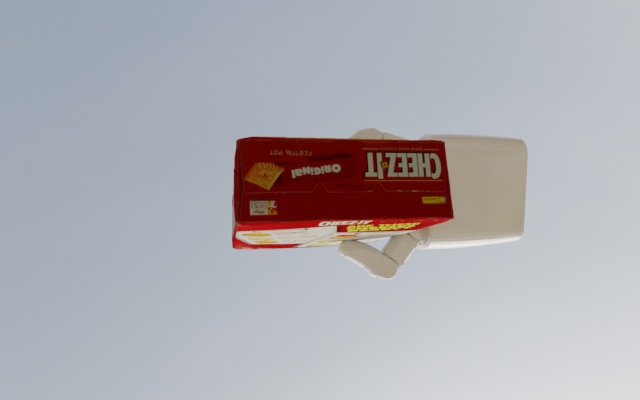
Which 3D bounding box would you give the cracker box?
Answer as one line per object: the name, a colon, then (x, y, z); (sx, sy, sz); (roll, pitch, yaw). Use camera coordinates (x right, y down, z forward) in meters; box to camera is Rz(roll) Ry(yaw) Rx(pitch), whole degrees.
cracker box: (0.000, 0.002, 0.448); (0.164, 0.072, 0.214); (-1, -10, -11)
